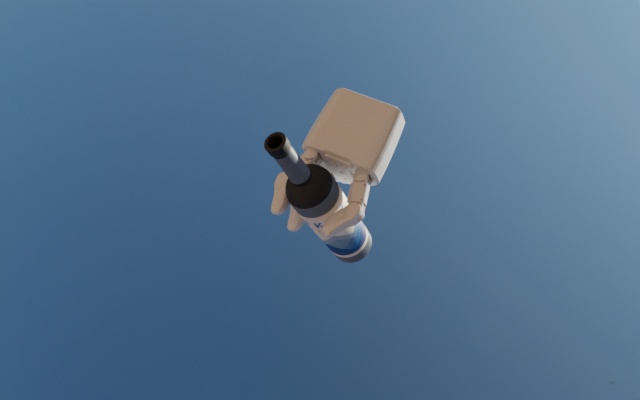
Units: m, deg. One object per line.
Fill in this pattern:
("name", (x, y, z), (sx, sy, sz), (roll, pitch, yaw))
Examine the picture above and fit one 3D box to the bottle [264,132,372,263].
("bottle", (0.000, 0.002, 0.654), (0.069, 0.069, 0.296), (0, -28, 23))
